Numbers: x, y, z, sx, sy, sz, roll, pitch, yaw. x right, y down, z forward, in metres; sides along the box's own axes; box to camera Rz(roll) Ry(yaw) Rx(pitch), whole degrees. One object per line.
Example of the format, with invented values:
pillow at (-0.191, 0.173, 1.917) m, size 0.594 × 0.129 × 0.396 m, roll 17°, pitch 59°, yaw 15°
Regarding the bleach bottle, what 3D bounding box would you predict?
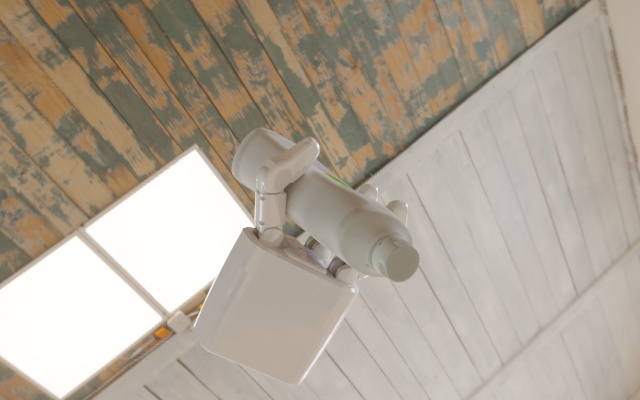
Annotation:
bleach bottle at (0.000, 0.001, 0.434) m, size 0.102 × 0.068 × 0.250 m, roll 27°, pitch 6°, yaw -30°
